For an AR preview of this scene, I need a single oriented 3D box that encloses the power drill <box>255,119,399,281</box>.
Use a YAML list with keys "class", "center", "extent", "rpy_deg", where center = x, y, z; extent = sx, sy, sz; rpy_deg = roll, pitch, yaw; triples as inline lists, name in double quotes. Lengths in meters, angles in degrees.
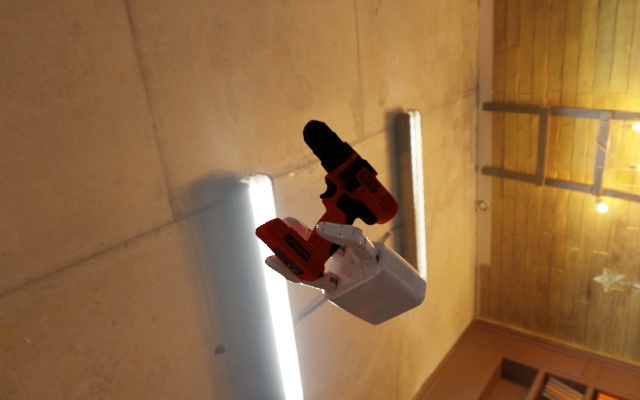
- class: "power drill"
  center: [0.000, 0.003, 0.659]
  extent: [0.187, 0.184, 0.057]
  rpy_deg: [-46, 7, -23]
